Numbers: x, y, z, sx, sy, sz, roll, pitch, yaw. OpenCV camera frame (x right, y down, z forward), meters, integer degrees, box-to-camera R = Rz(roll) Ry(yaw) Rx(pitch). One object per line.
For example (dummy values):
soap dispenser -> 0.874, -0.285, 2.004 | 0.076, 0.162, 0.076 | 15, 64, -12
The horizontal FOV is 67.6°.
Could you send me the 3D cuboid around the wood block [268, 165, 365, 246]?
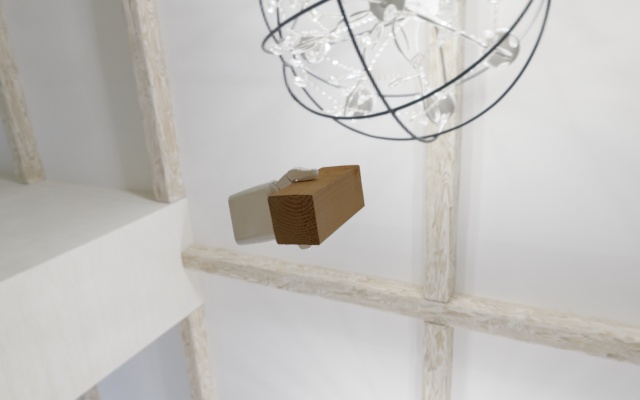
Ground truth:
wood block -> 0.000, 0.003, 0.886 | 0.090, 0.091, 0.206 | -2, 17, 28
